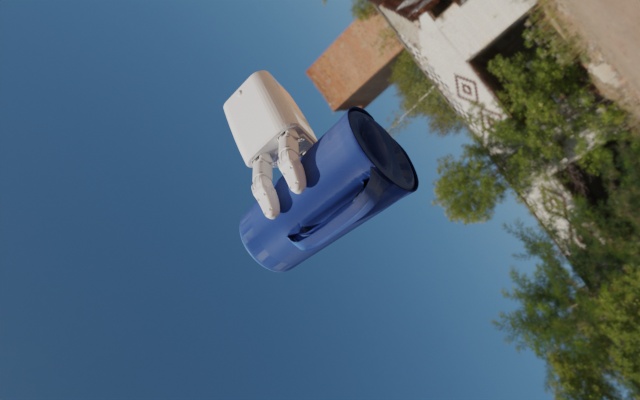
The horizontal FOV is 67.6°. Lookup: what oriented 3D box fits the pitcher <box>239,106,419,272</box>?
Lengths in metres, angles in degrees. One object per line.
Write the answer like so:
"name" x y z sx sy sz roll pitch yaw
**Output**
"pitcher" 0.000 0.002 0.645 0.243 0.145 0.149 -39 -23 28
